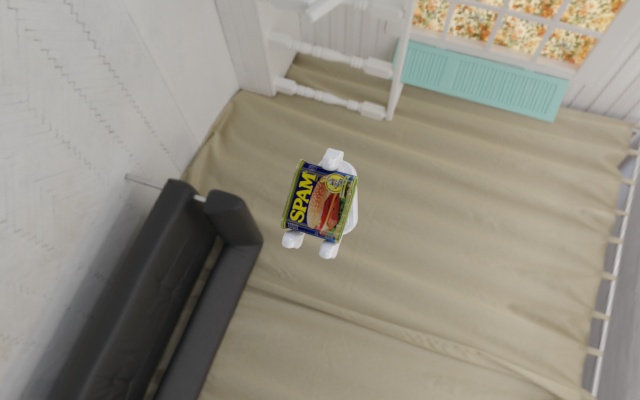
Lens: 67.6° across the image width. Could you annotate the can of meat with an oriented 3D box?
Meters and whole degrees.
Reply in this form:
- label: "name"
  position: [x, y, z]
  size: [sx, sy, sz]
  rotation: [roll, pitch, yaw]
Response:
- label: "can of meat"
  position: [0.000, 0.002, 0.669]
  size: [0.084, 0.102, 0.057]
  rotation: [16, -1, 8]
